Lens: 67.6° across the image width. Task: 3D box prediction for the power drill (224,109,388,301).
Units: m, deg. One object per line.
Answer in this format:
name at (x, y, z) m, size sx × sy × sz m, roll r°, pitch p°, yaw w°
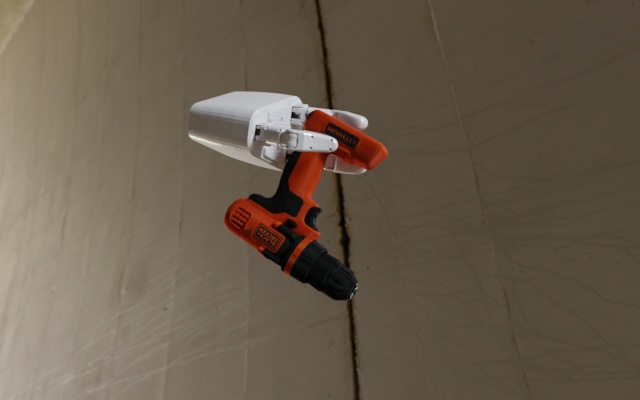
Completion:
power drill at (0.000, 0.001, 0.569) m, size 0.184 × 0.187 × 0.057 m, roll 32°, pitch -2°, yaw 12°
